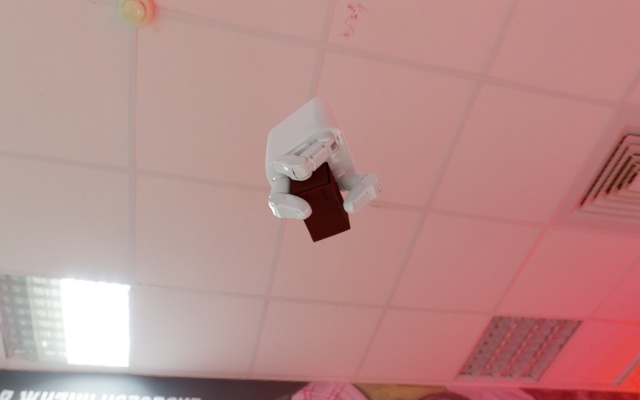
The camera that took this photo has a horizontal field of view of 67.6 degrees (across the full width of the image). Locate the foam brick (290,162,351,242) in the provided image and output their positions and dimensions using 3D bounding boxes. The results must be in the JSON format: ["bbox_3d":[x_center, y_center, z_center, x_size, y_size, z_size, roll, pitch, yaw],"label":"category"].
[{"bbox_3d":[0.000,0.002,0.599,0.053,0.078,0.051,-18,34,7],"label":"foam brick"}]
